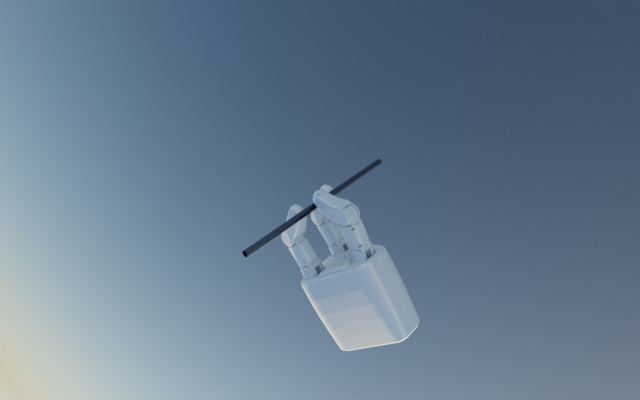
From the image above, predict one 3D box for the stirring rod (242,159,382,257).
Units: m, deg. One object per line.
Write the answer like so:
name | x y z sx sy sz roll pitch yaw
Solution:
stirring rod | 0.000 0.002 0.572 0.011 0.011 0.239 0 27 48
